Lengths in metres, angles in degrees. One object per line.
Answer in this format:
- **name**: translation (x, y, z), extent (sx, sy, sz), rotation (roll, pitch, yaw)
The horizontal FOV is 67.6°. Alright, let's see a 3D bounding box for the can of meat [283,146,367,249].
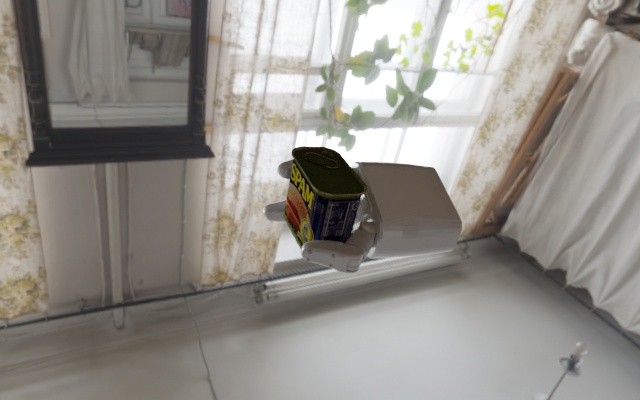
- **can of meat**: translation (0.000, 0.002, 0.511), extent (0.057, 0.084, 0.102), rotation (-2, 34, -23)
